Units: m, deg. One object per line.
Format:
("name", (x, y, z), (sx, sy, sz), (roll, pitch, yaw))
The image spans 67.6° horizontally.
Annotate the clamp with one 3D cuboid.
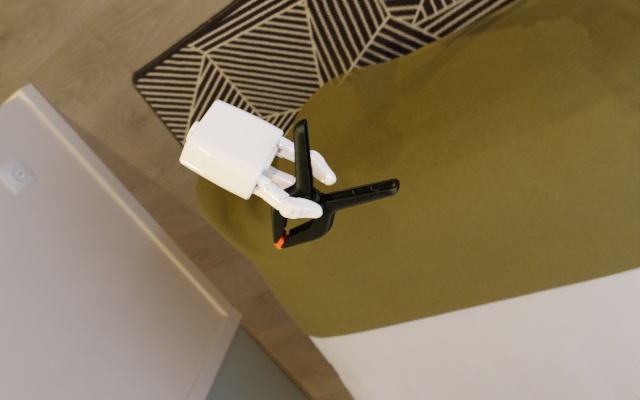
("clamp", (0.000, 0.003, 0.683), (0.164, 0.210, 0.036), (27, 36, -8))
